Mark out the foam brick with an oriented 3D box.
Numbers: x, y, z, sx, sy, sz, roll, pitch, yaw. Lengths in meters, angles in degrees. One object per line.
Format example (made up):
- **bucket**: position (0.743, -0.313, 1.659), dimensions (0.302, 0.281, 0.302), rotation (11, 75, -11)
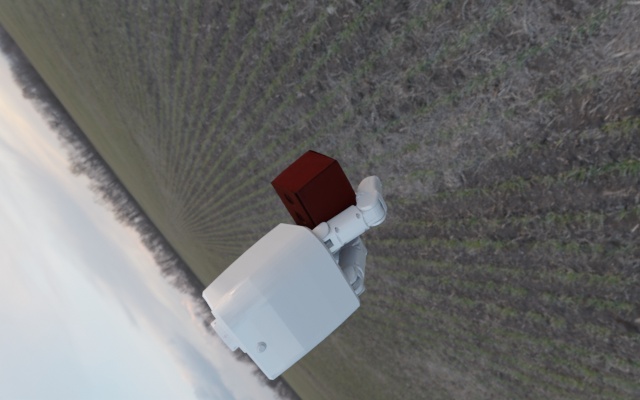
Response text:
- **foam brick**: position (0.000, 0.001, 0.450), dimensions (0.051, 0.078, 0.053), rotation (-38, 29, -15)
